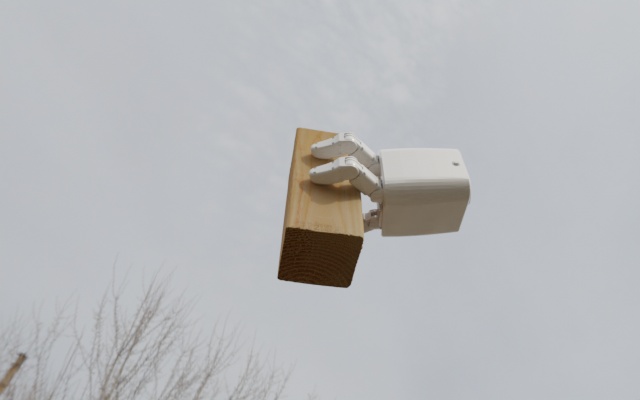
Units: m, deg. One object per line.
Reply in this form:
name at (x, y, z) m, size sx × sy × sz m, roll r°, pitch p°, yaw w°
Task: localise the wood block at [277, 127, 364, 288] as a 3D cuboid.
wood block at (0.000, 0.002, 0.622) m, size 0.090 × 0.091 × 0.206 m, roll 8°, pitch 39°, yaw -5°
